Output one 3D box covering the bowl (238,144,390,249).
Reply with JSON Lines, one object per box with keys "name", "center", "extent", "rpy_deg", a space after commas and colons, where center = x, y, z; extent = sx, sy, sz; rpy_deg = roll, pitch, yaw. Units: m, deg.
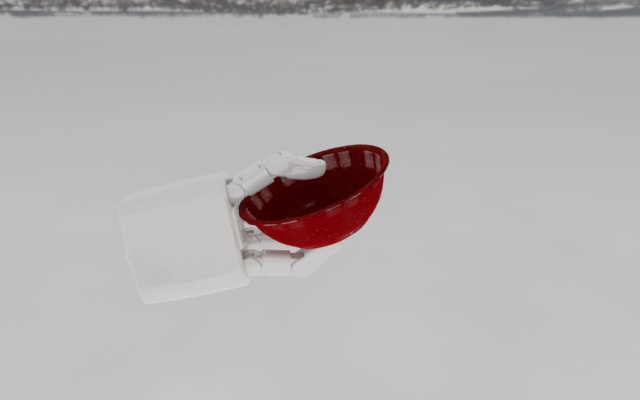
{"name": "bowl", "center": [0.001, 0.002, 0.492], "extent": [0.162, 0.055, 0.162], "rpy_deg": [-19, 23, 8]}
